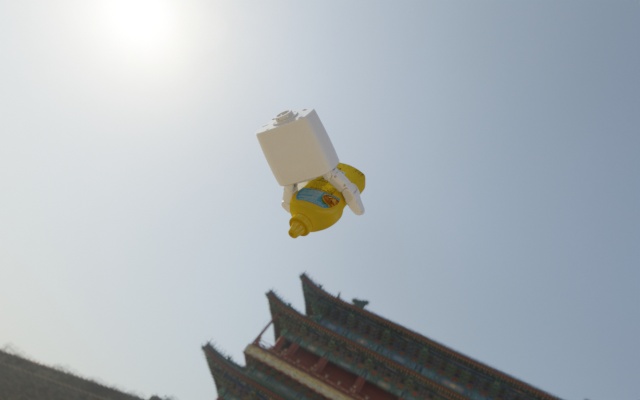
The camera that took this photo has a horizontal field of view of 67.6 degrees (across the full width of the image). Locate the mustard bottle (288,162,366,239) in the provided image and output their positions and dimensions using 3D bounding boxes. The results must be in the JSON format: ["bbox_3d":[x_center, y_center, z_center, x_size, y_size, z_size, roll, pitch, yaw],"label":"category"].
[{"bbox_3d":[0.000,0.003,0.858,0.096,0.058,0.191,18,43,24],"label":"mustard bottle"}]
